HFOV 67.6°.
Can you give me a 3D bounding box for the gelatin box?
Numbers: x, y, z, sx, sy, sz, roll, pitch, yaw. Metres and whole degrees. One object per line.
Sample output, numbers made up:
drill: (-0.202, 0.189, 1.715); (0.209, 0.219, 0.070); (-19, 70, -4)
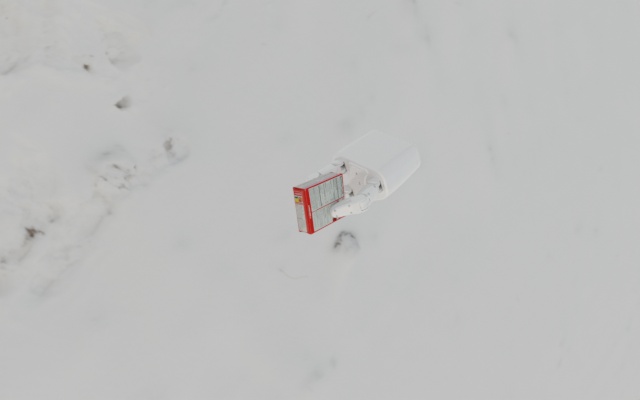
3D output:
gelatin box: (0.000, 0.003, 0.741); (0.030, 0.073, 0.089); (11, 26, 41)
